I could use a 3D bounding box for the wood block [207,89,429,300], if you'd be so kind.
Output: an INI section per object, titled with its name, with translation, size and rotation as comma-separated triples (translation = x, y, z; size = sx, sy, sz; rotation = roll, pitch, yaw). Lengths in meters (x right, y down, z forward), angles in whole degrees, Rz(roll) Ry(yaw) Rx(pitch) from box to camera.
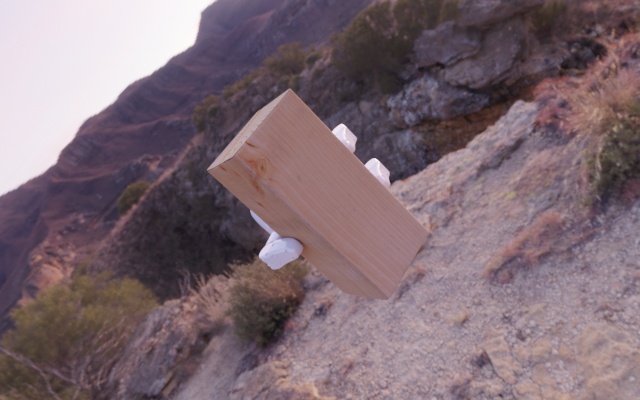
[wood block]
translation = 0.000, 0.002, 0.488
size = 0.206, 0.090, 0.090
rotation = 43, -23, -18
